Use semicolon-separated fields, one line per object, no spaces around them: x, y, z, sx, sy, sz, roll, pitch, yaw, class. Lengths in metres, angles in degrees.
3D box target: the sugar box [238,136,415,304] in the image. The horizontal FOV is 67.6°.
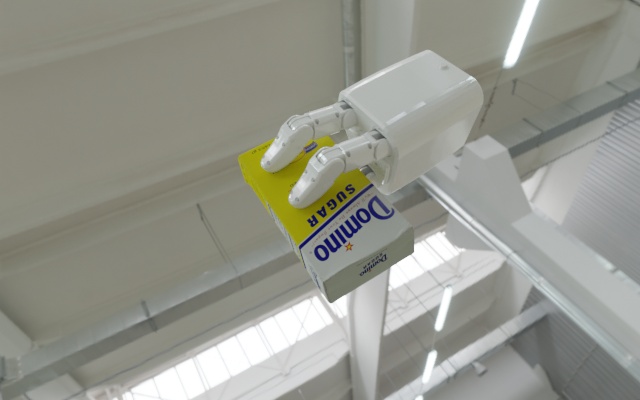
0.000;0.001;0.453;0.093;0.048;0.176;-30;50;-13;sugar box
